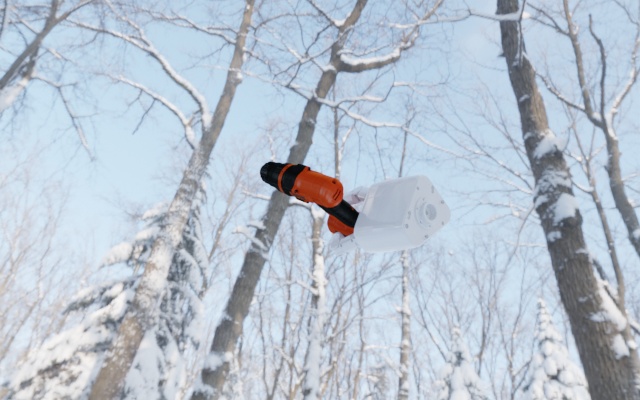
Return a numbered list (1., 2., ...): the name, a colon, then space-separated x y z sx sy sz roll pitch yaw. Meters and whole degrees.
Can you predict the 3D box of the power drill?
1. power drill: 0.001 0.003 0.814 0.184 0.057 0.188 22 -12 46
